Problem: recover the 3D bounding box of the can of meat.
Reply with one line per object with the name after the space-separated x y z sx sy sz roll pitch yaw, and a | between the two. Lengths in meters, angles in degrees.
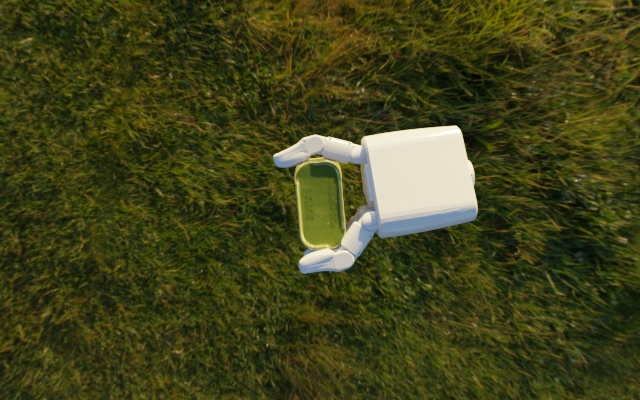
0.000 0.002 0.552 0.057 0.102 0.084 -5 5 0 | can of meat
